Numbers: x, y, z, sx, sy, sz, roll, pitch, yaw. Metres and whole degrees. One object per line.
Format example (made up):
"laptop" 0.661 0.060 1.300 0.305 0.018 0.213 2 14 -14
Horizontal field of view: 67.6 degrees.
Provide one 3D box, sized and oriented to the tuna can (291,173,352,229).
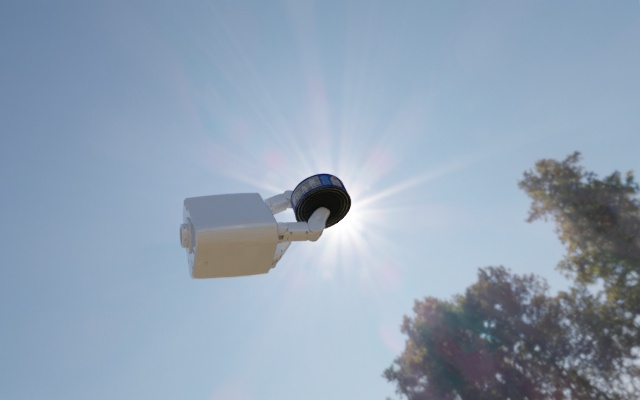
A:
"tuna can" 0.000 0.002 0.699 0.086 0.086 0.033 0 41 -22
